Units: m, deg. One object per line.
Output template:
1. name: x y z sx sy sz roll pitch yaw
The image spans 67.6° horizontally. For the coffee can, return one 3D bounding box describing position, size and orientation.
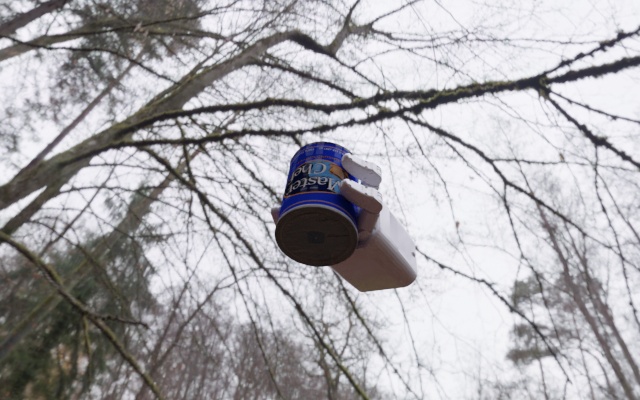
1. coffee can: 0.000 0.002 0.634 0.103 0.103 0.140 0 40 6
